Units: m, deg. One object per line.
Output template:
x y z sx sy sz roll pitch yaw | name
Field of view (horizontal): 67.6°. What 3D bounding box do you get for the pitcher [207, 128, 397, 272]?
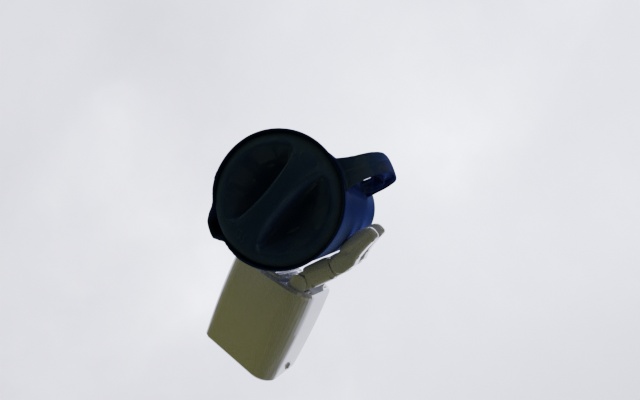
0.000 0.002 0.545 0.149 0.145 0.243 24 4 16 | pitcher
